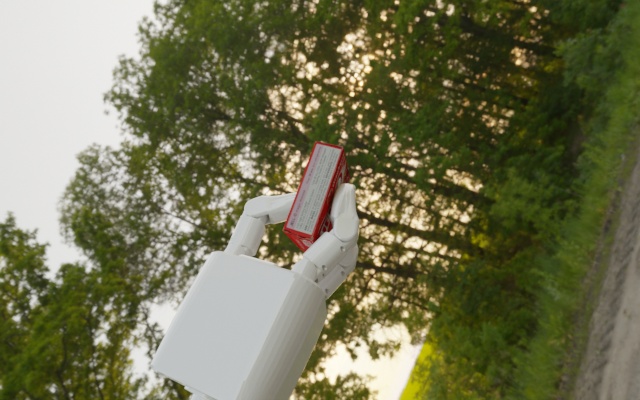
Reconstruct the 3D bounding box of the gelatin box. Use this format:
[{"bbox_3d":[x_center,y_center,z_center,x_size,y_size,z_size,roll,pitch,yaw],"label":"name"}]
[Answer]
[{"bbox_3d":[0.000,0.001,0.441,0.030,0.089,0.073,15,-15,13],"label":"gelatin box"}]
